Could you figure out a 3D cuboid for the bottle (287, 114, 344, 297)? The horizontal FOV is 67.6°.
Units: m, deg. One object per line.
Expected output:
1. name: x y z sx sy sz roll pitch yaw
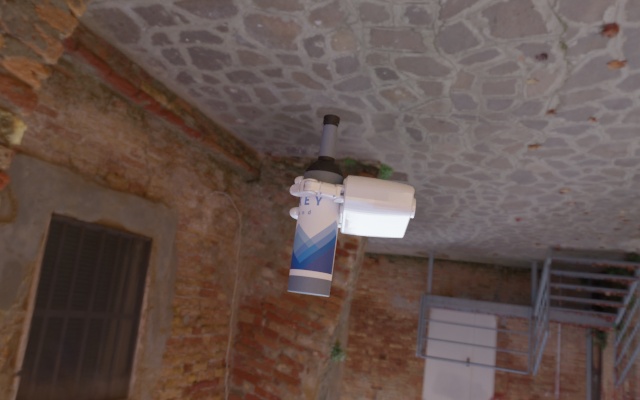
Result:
1. bottle: 0.000 0.003 0.773 0.069 0.295 0.069 7 -12 2
